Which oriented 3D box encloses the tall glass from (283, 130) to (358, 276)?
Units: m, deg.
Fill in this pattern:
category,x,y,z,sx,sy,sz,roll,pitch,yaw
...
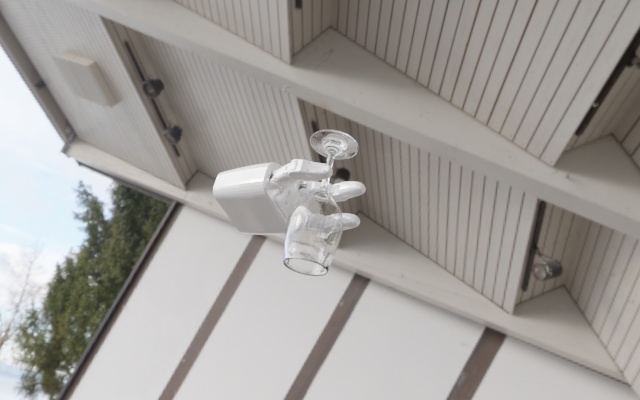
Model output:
category,x,y,z,sx,sy,sz,roll,pitch,yaw
tall glass,0.000,0.002,0.676,0.079,0.201,0.079,10,-27,5
